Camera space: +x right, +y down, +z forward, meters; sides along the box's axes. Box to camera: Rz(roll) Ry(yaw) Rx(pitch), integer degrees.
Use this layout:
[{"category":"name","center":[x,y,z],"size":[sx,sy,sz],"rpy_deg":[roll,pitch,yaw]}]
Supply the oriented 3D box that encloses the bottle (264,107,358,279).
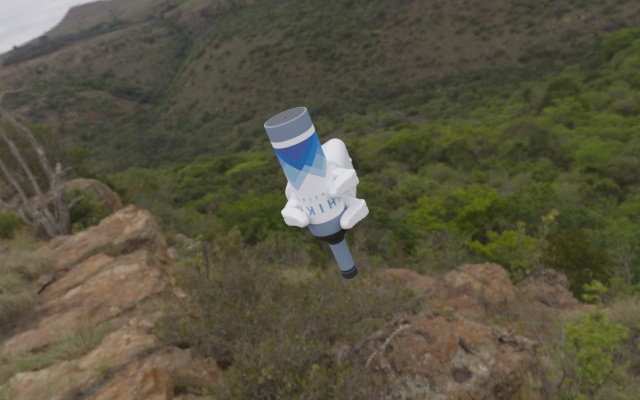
[{"category":"bottle","center":[0.000,0.002,0.751],"size":[0.069,0.296,0.069],"rpy_deg":[-18,26,9]}]
